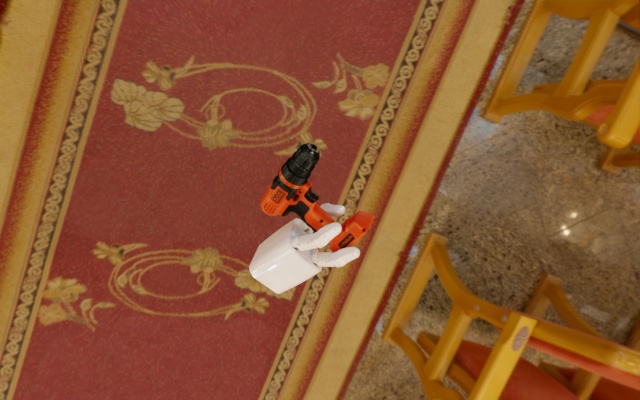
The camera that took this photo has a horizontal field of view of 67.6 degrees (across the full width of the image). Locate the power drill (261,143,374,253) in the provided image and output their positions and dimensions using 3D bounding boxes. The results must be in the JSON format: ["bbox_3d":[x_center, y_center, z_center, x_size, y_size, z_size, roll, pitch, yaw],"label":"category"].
[{"bbox_3d":[0.000,0.003,0.854,0.184,0.187,0.057,-49,5,44],"label":"power drill"}]
